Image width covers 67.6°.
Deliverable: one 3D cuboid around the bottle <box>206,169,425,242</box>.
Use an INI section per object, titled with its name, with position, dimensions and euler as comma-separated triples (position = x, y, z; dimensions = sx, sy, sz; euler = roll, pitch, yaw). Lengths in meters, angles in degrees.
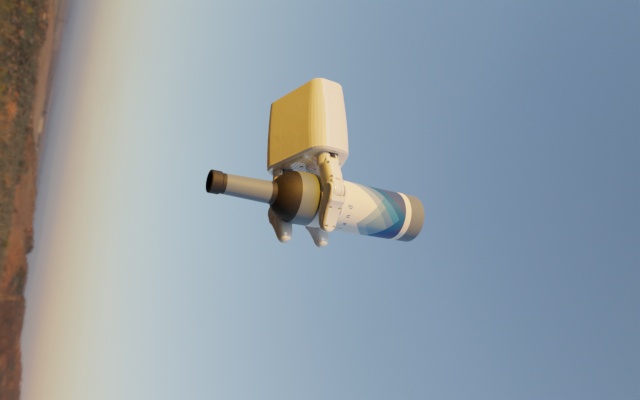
[bottle]
position = 0.000, 0.002, 0.613
dimensions = 0.296, 0.069, 0.069
euler = 11, -5, -29
